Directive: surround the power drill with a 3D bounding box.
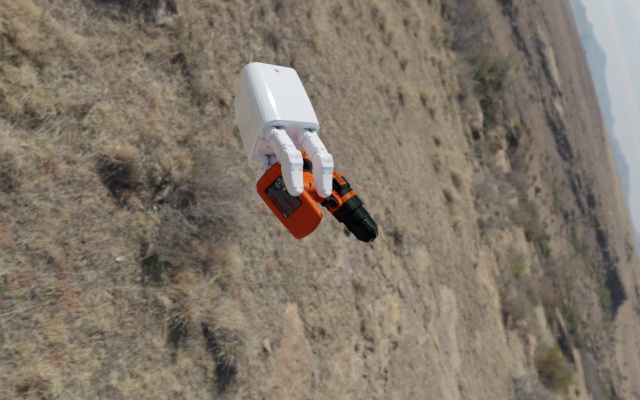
[{"bbox_3d":[0.000,0.002,0.712,0.057,0.184,0.187,-45,-11,20],"label":"power drill"}]
